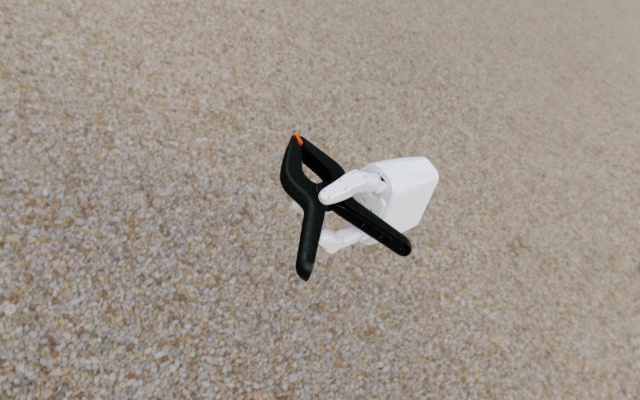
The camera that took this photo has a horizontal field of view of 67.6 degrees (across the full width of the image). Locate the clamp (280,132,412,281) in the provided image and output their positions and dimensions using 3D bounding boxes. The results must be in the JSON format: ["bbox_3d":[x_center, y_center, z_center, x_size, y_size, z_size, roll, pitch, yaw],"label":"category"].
[{"bbox_3d":[0.000,0.001,0.588,0.164,0.210,0.036,-15,-30,-39],"label":"clamp"}]
